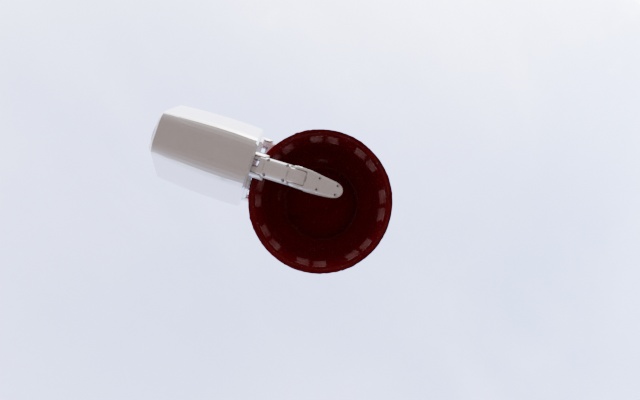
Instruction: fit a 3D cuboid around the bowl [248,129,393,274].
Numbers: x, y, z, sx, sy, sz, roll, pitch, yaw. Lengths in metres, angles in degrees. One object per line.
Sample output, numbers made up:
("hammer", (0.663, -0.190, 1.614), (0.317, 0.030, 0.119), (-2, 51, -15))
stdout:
("bowl", (0.001, 0.003, 0.555), (0.162, 0.162, 0.055), (0, -3, 1))
